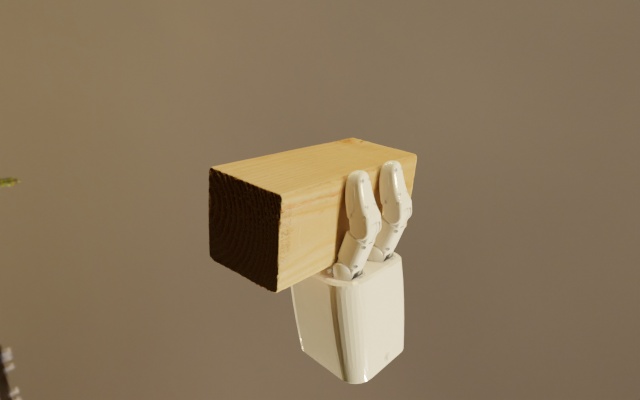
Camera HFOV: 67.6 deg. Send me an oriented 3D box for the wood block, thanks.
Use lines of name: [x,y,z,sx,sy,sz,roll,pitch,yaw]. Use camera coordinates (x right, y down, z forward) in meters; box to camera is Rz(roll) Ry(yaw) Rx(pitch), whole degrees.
wood block: [0.000,0.002,0.473,0.091,0.090,0.206,19,25,36]
